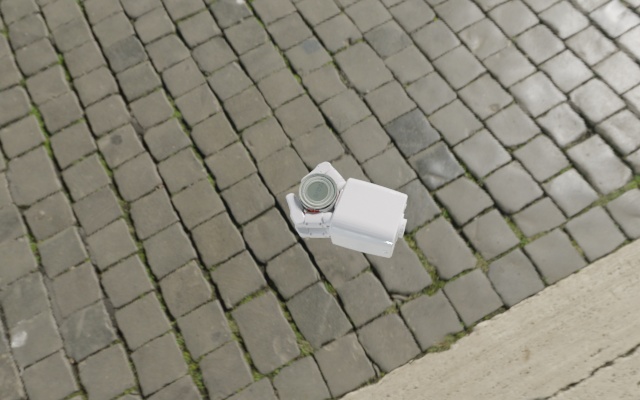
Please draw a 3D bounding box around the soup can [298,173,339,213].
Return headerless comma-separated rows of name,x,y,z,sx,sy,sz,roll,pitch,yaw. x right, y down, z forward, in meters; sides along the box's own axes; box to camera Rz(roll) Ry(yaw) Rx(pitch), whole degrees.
soup can,0.000,0.002,0.833,0.068,0.068,0.102,0,-22,6
